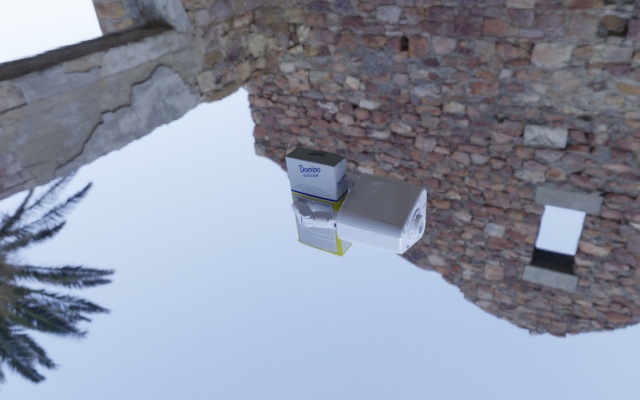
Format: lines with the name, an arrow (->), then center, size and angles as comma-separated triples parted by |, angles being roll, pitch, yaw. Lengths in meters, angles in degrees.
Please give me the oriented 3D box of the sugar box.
sugar box -> 0.001, 0.002, 0.792 | 0.093, 0.176, 0.048 | 15, 36, 28
